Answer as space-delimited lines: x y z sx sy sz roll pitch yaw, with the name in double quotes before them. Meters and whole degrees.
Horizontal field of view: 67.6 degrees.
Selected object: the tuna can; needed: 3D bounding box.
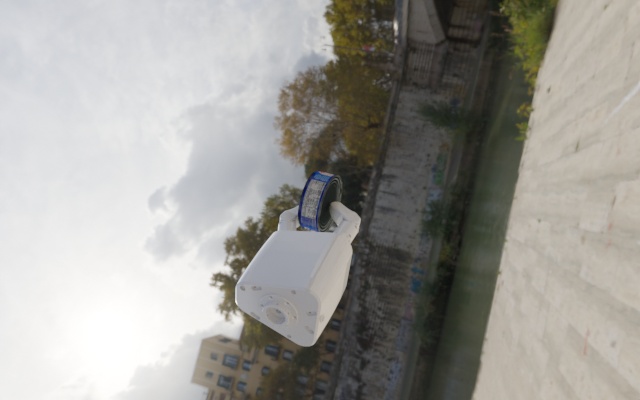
"tuna can" 0.000 0.002 0.676 0.034 0.086 0.086 16 5 18
